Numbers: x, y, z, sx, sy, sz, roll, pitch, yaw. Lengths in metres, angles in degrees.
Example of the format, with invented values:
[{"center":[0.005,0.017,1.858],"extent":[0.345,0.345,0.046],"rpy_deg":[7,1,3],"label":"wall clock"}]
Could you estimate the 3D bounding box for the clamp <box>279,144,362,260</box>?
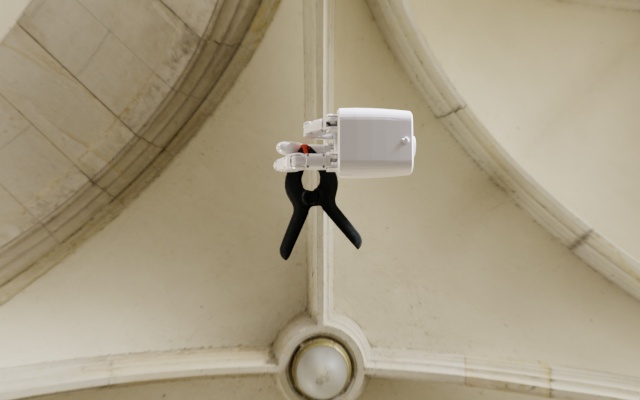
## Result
[{"center":[0.000,0.002,0.704],"extent":[0.120,0.171,0.039],"rpy_deg":[0,-4,0],"label":"clamp"}]
